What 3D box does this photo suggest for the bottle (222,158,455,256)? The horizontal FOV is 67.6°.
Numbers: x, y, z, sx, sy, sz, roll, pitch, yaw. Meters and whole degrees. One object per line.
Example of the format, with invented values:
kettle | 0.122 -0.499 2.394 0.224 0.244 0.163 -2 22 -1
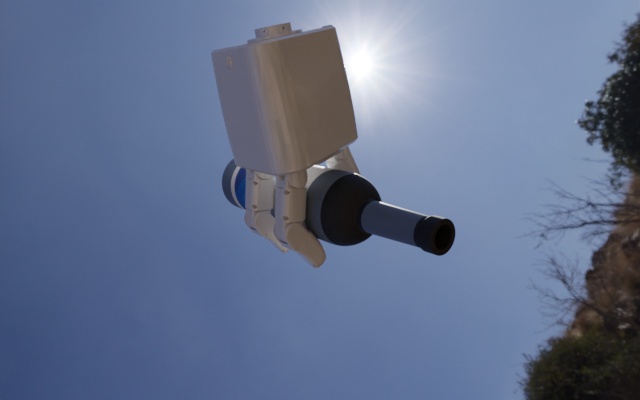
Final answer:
bottle | 0.000 0.002 0.455 0.069 0.069 0.295 0 10 -37
